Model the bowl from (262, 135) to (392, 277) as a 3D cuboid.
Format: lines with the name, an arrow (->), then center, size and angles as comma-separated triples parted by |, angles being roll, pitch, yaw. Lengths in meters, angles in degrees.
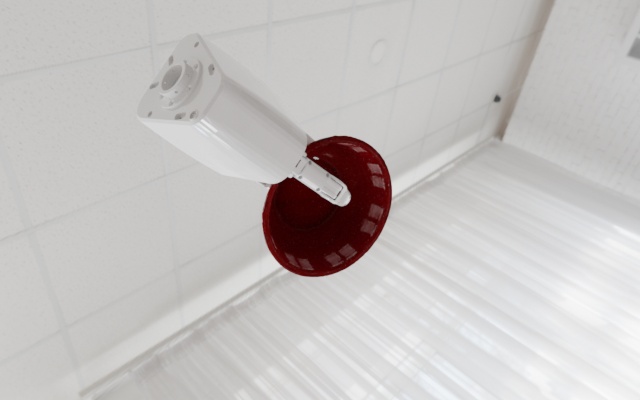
bowl -> 0.001, 0.002, 0.535 | 0.162, 0.162, 0.055 | 0, 19, -31
